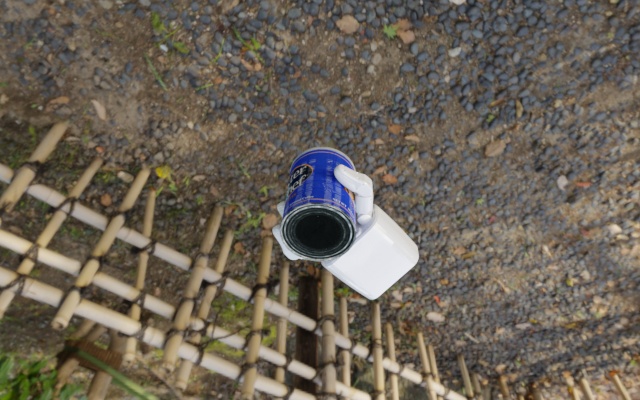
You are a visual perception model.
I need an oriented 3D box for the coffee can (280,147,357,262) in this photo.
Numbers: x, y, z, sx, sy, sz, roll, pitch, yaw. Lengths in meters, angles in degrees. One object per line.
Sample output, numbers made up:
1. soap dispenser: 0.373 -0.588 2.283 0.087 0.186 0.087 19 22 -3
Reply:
1. coffee can: 0.000 0.002 0.688 0.103 0.103 0.140 0 37 4
